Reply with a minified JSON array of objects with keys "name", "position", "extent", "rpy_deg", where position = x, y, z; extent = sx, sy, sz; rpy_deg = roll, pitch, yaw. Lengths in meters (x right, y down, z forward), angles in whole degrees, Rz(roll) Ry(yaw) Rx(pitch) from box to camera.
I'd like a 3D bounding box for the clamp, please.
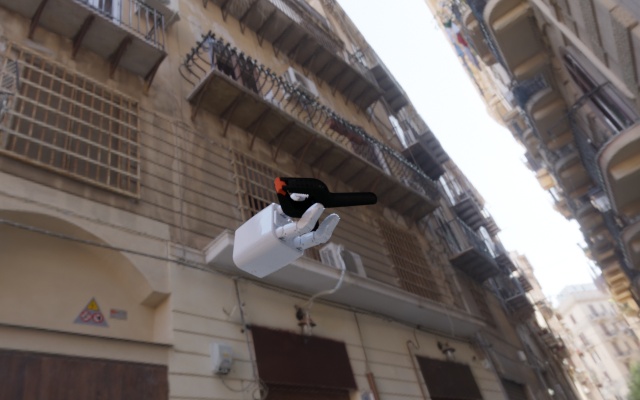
[{"name":"clamp","position":[-0.001,0.002,0.892],"extent":[0.164,0.036,0.210],"rpy_deg":[-34,-40,17]}]
